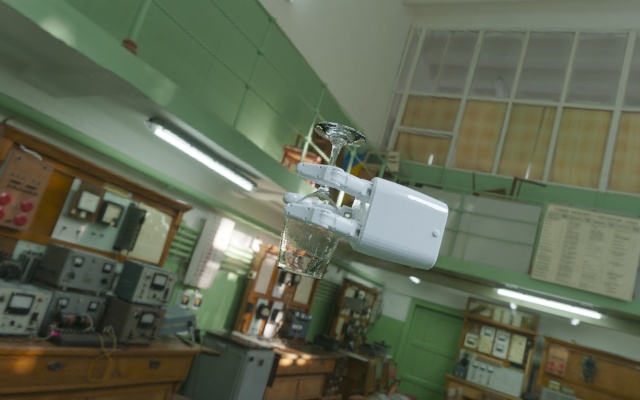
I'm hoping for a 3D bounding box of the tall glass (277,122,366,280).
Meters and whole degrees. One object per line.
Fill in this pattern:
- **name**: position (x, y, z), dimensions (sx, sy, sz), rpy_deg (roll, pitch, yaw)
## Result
- **tall glass**: position (0.000, 0.001, 0.641), dimensions (0.079, 0.201, 0.079), rpy_deg (16, -10, 3)
